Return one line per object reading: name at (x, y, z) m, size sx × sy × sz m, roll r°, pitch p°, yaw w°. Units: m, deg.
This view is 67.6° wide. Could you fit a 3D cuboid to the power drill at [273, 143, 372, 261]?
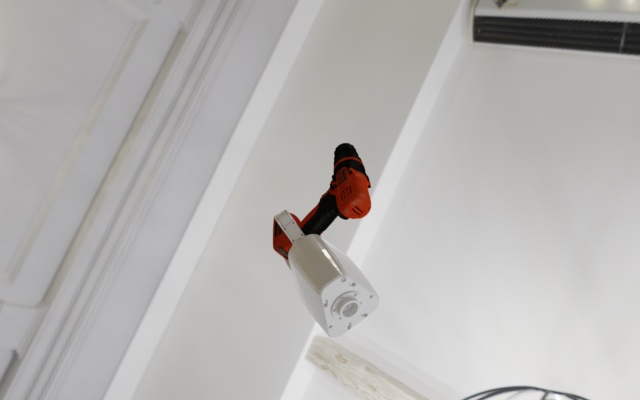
power drill at (0.000, 0.003, 0.787) m, size 0.057 × 0.188 × 0.184 m, roll 36°, pitch 25°, yaw -24°
